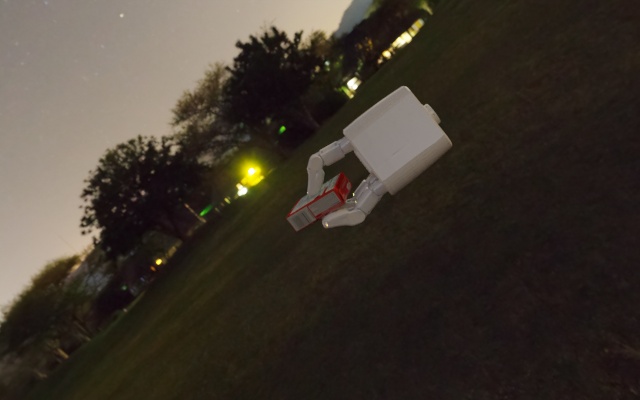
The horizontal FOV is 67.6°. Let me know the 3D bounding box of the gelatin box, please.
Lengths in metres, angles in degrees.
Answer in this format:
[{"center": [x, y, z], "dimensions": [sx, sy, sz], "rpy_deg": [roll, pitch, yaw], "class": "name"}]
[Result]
[{"center": [0.000, 0.002, 0.697], "dimensions": [0.089, 0.030, 0.073], "rpy_deg": [-31, 12, 21], "class": "gelatin box"}]
